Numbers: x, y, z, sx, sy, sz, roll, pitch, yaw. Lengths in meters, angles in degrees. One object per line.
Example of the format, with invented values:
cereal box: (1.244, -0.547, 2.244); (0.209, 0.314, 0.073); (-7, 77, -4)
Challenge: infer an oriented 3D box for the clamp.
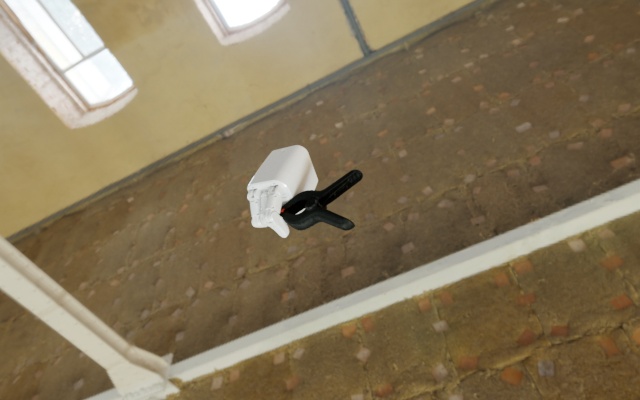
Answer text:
clamp: (0.000, 0.003, 0.837); (0.171, 0.120, 0.039); (-4, -43, 35)
